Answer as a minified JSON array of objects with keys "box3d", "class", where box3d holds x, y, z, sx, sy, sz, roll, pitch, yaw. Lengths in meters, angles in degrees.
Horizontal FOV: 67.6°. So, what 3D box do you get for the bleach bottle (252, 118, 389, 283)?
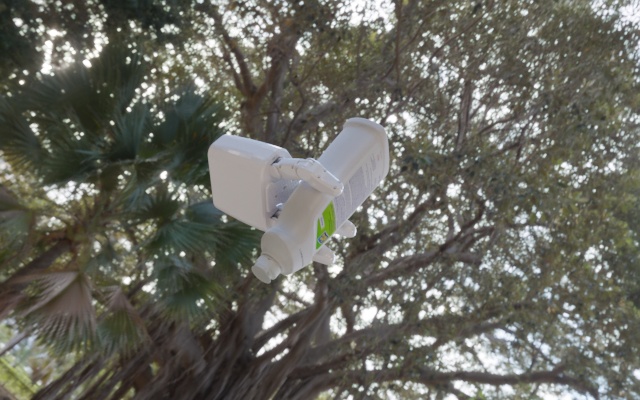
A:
[{"box3d":[0.000,0.002,0.615,0.068,0.103,0.250,20,51,31],"class":"bleach bottle"}]
